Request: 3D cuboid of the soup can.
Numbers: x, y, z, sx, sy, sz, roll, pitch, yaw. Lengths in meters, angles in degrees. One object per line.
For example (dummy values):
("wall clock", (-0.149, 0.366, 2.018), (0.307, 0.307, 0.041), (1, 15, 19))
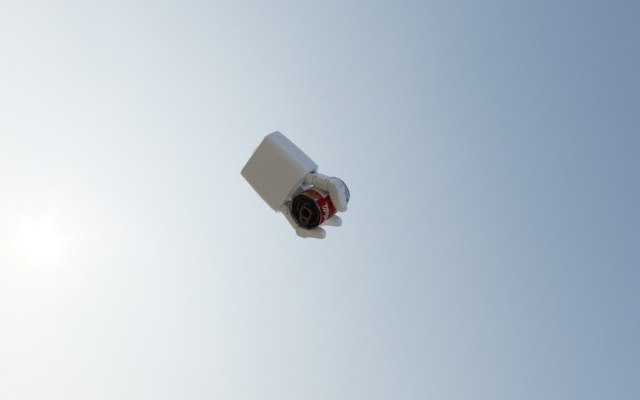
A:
("soup can", (0.001, 0.003, 0.870), (0.068, 0.068, 0.102), (0, 21, 36))
